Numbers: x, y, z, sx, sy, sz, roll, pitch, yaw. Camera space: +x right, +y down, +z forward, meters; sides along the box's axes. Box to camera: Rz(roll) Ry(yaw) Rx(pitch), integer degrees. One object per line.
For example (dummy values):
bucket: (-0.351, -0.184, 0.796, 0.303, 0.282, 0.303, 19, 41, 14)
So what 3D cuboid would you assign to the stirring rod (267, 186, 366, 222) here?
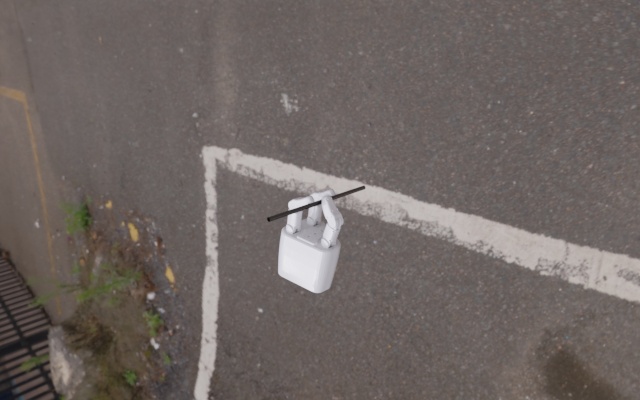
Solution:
stirring rod: (0.000, 0.003, 0.871, 0.239, 0.011, 0.011, -18, 12, -41)
